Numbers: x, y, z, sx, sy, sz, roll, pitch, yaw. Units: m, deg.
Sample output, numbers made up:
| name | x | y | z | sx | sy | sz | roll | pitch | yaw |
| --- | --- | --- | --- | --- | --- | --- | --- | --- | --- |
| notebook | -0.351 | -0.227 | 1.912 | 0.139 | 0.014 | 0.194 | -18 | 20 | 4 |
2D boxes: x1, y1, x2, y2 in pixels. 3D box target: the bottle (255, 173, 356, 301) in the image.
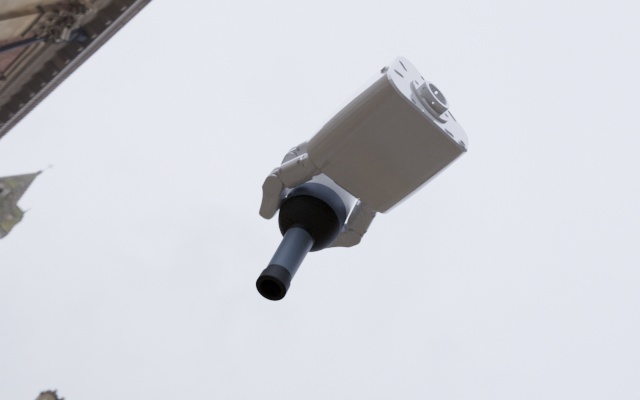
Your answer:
| name | x | y | z | sx | sy | sz | roll | pitch | yaw |
| --- | --- | --- | --- | --- | --- | --- | --- | --- | --- |
| bottle | 0.000 | 0.002 | 0.515 | 0.069 | 0.069 | 0.295 | 0 | 29 | 19 |
